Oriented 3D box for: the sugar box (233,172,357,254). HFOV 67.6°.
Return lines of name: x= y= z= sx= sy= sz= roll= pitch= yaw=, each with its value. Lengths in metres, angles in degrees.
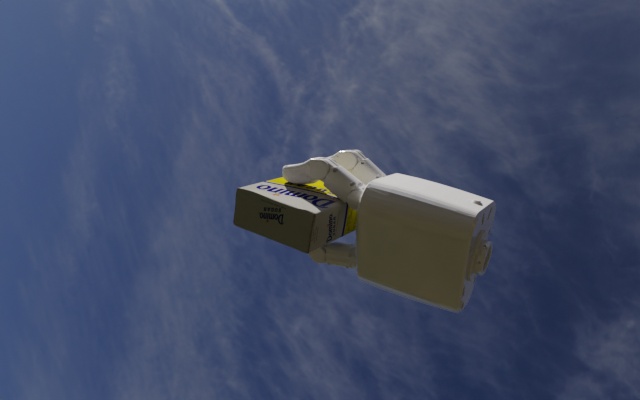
sugar box: x=0.000 y=0.001 z=0.514 sx=0.093 sy=0.048 sz=0.176 roll=18 pitch=17 yaw=28
